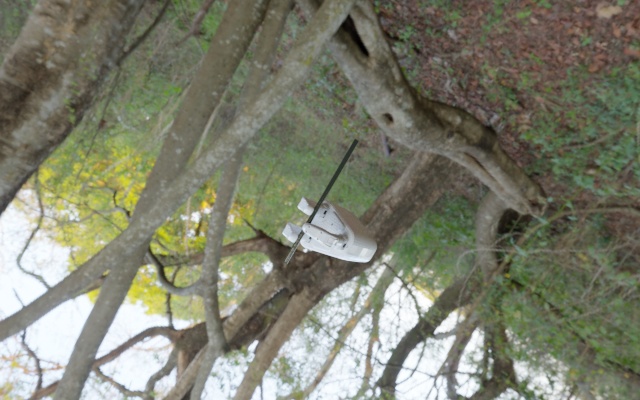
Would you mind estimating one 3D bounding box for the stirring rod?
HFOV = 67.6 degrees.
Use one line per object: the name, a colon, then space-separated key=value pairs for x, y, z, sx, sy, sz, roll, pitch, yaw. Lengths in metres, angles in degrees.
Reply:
stirring rod: x=0.000 y=0.003 z=0.804 sx=0.011 sy=0.239 sz=0.011 roll=30 pitch=5 yaw=-3
